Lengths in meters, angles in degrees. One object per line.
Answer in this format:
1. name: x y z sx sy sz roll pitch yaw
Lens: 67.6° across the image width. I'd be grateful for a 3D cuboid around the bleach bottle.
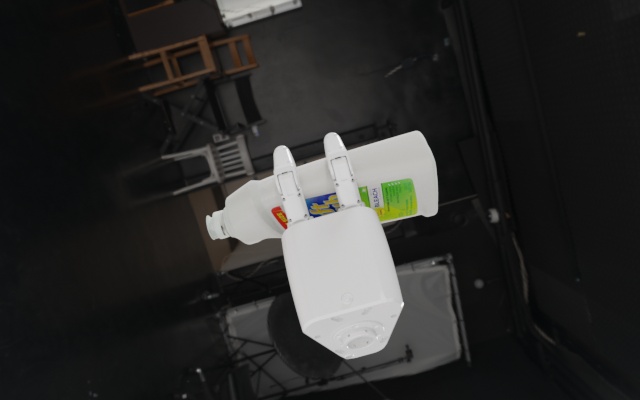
1. bleach bottle: 0.000 0.002 0.534 0.251 0.068 0.103 -16 -41 2
